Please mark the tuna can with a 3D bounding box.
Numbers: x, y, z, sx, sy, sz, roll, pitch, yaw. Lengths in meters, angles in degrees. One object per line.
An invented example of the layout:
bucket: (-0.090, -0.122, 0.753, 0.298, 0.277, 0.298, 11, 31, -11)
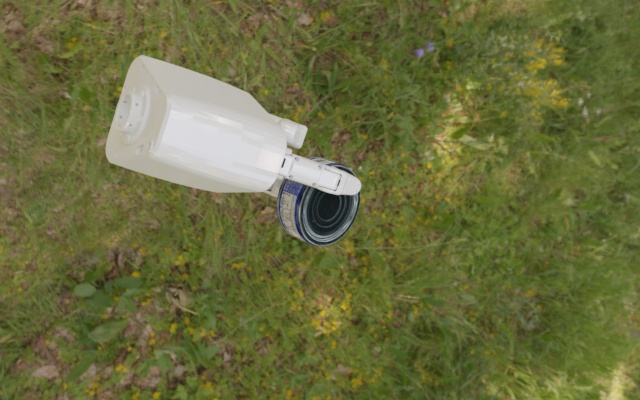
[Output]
tuna can: (0.001, 0.002, 0.476, 0.086, 0.086, 0.033, 0, 15, -43)
